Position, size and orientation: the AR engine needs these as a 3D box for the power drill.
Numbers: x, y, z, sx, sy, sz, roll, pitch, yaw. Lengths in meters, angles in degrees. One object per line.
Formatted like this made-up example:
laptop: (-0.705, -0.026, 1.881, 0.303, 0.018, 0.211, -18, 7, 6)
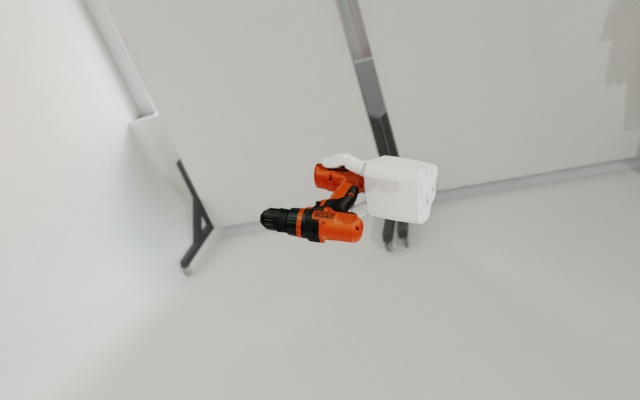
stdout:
power drill: (0.001, 0.003, 0.882, 0.184, 0.057, 0.187, 8, 39, 13)
